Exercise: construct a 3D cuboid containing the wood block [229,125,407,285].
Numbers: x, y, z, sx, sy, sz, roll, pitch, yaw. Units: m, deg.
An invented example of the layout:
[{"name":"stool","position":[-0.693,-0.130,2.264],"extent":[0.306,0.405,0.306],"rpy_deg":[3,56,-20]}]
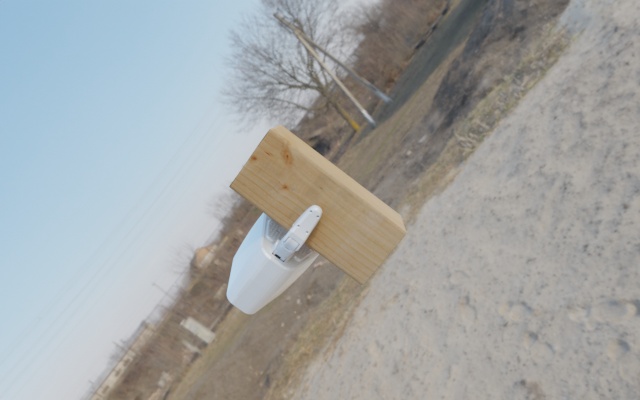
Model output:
[{"name":"wood block","position":[0.000,0.002,0.617],"extent":[0.206,0.090,0.090],"rpy_deg":[37,14,-4]}]
